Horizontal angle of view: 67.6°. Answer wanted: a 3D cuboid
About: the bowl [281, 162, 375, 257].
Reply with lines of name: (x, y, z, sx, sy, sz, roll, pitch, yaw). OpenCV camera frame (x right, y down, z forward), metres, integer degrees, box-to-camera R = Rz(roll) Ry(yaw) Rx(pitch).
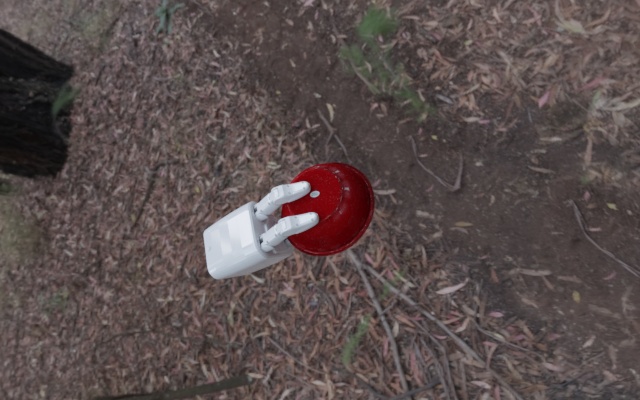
bowl: (0.001, 0.002, 0.744, 0.162, 0.162, 0.055, 0, -22, 23)
